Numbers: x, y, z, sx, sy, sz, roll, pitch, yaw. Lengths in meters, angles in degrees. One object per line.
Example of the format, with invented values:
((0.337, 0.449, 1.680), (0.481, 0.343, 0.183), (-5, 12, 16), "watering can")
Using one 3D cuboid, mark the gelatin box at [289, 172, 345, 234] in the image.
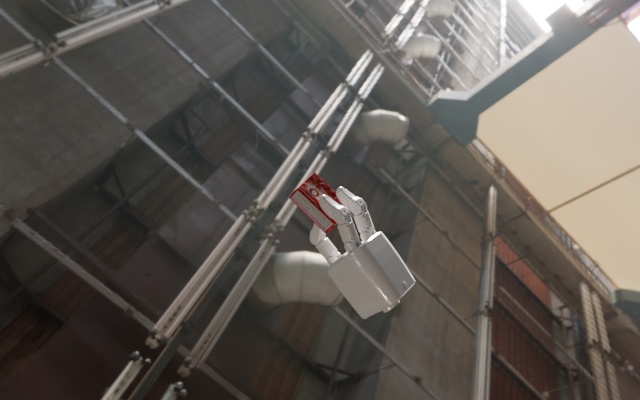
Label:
((0.000, 0.003, 0.815), (0.030, 0.089, 0.073), (-46, 1, 36), "gelatin box")
